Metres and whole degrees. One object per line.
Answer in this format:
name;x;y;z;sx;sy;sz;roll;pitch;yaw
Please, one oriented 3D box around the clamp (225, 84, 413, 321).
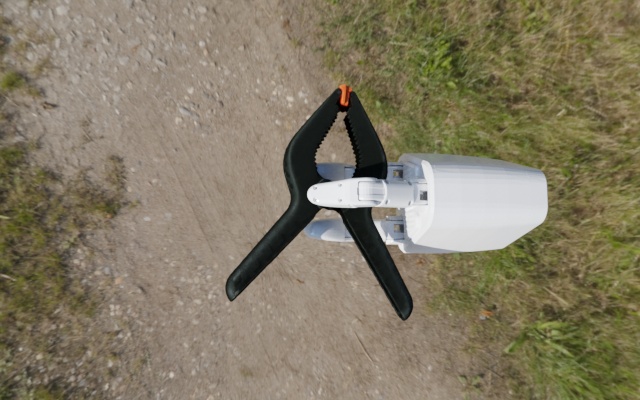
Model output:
clamp;0.000;0.001;0.426;0.164;0.210;0.036;1;-6;-6
